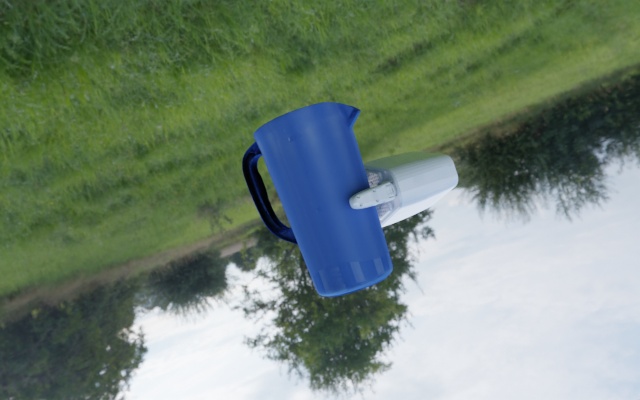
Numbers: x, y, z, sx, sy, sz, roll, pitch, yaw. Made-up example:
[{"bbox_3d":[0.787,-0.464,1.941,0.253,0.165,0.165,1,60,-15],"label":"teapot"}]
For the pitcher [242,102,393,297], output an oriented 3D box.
[{"bbox_3d":[0.000,0.002,0.647,0.145,0.243,0.149,-18,-2,-24],"label":"pitcher"}]
